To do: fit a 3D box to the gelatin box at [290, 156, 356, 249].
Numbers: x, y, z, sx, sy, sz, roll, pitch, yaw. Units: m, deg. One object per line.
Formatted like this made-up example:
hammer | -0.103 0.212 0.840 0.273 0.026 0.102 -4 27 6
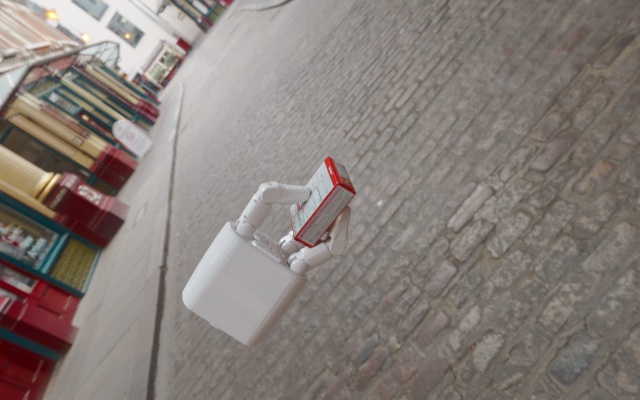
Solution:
gelatin box | 0.000 0.001 0.566 0.030 0.089 0.073 29 20 -22
